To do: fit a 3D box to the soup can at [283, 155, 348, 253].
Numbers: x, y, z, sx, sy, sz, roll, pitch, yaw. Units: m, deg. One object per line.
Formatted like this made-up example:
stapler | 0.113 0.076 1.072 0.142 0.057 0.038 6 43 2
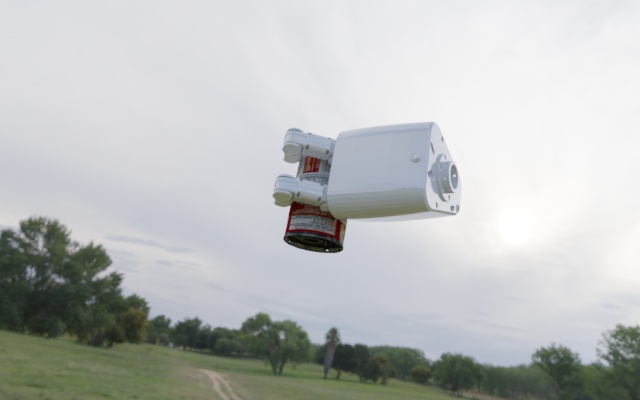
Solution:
soup can | 0.000 0.002 0.544 0.068 0.102 0.068 9 -19 3
